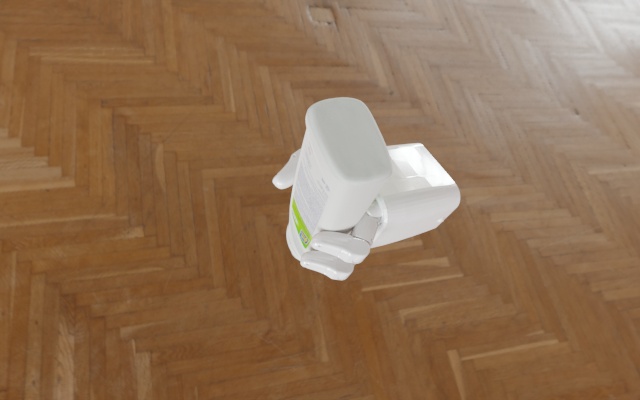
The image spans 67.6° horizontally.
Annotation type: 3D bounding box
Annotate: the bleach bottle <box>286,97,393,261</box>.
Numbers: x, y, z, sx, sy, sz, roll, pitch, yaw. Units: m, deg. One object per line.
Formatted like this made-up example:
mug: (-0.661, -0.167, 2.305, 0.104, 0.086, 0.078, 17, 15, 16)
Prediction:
bleach bottle: (0.000, 0.002, 0.548, 0.068, 0.102, 0.251, -12, -24, -21)
